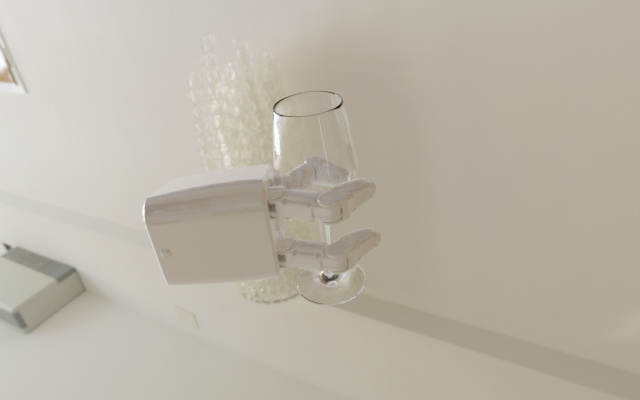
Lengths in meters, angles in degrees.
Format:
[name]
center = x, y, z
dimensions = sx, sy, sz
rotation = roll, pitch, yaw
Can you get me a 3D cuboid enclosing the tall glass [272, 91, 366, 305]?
[tall glass]
center = 0.000, 0.002, 0.459
dimensions = 0.079, 0.201, 0.079
rotation = -5, 31, 3
